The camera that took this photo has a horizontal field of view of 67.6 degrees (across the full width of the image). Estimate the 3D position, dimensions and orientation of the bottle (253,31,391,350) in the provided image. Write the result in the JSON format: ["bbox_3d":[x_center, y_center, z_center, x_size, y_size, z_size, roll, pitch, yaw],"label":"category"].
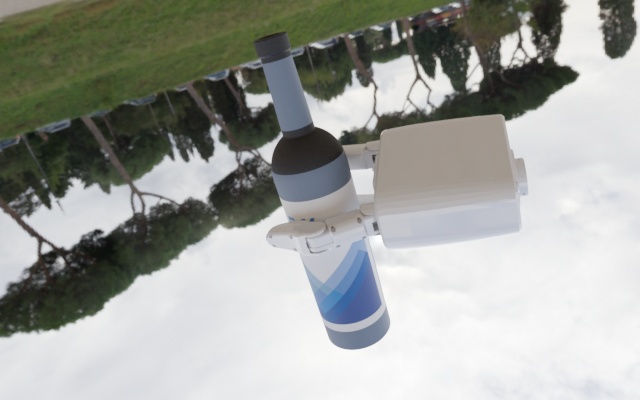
[{"bbox_3d":[0.000,0.002,0.429,0.069,0.296,0.069,-14,24,7],"label":"bottle"}]
